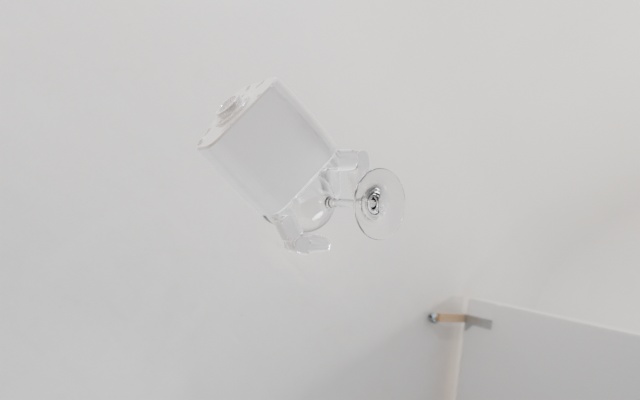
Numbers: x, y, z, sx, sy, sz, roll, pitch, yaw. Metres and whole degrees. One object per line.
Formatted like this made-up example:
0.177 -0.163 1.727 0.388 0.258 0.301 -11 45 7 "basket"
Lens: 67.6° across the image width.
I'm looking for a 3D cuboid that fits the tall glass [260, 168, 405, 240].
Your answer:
0.001 0.002 0.566 0.079 0.079 0.201 0 1 -38 "tall glass"
